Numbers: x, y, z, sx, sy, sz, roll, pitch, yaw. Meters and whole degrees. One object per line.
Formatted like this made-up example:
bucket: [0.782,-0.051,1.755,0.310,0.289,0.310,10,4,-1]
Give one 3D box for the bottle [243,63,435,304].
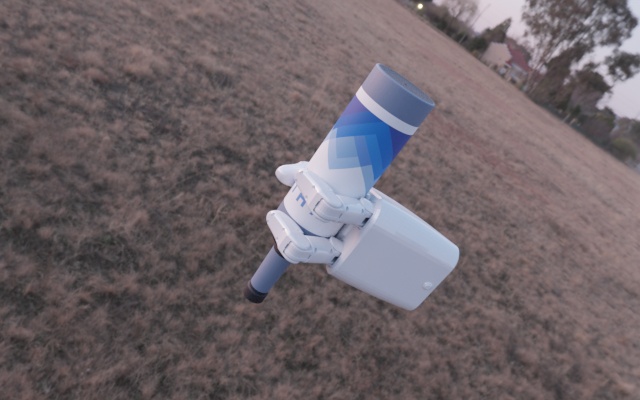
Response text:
bottle: [0.000,0.001,0.499,0.069,0.296,0.069,29,25,-15]
